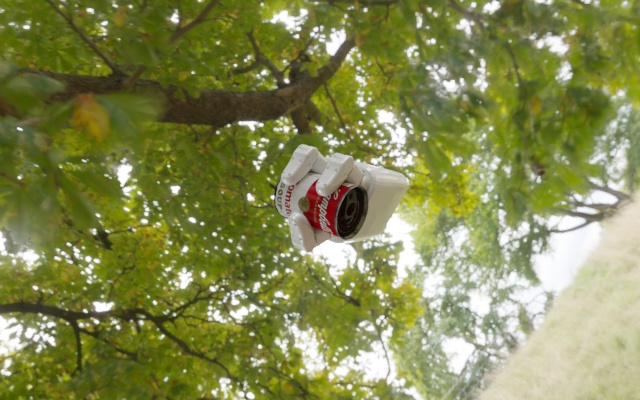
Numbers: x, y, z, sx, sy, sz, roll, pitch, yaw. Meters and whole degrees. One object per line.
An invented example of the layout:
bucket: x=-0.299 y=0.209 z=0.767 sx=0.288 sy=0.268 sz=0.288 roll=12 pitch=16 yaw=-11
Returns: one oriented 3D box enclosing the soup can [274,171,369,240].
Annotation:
soup can: x=0.000 y=0.002 z=0.602 sx=0.102 sy=0.068 sz=0.068 roll=19 pitch=11 yaw=34
